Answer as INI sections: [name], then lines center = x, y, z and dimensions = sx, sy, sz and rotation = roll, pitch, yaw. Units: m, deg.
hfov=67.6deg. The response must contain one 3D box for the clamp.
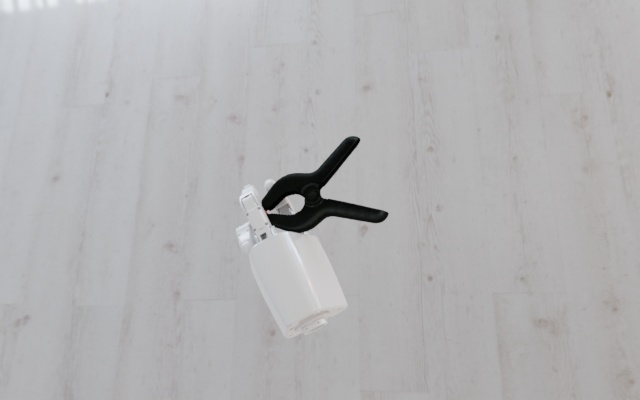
[clamp]
center = 0.000, 0.002, 0.618
dimensions = 0.171, 0.120, 0.039
rotation = -29, -20, 2
